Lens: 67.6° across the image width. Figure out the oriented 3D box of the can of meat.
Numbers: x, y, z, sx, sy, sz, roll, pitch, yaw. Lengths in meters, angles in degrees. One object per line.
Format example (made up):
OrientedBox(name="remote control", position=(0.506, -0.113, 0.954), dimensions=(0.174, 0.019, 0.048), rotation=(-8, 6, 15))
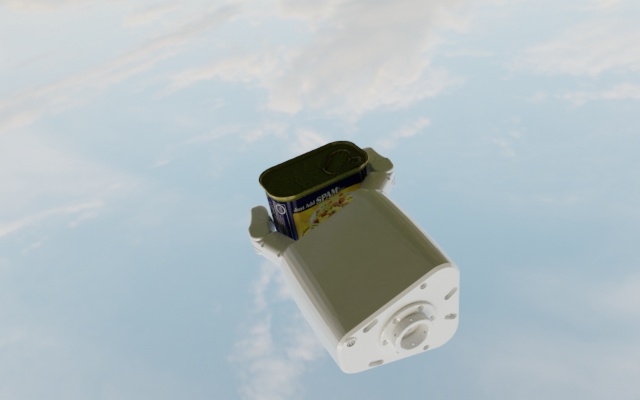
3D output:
OrientedBox(name="can of meat", position=(0.000, 0.002, 0.466), dimensions=(0.102, 0.084, 0.057), rotation=(-25, 38, -17))
